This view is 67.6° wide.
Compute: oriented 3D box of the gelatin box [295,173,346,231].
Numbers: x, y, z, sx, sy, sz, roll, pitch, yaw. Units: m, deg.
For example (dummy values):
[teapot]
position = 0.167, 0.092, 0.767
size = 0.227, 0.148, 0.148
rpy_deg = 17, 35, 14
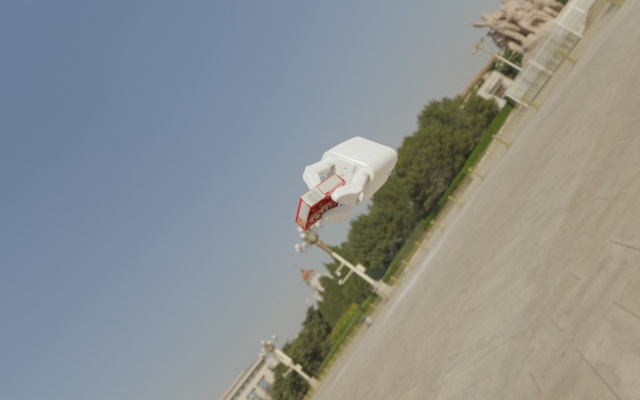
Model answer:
[gelatin box]
position = 0.000, 0.003, 0.831
size = 0.089, 0.030, 0.073
rpy_deg = -35, -23, -32
